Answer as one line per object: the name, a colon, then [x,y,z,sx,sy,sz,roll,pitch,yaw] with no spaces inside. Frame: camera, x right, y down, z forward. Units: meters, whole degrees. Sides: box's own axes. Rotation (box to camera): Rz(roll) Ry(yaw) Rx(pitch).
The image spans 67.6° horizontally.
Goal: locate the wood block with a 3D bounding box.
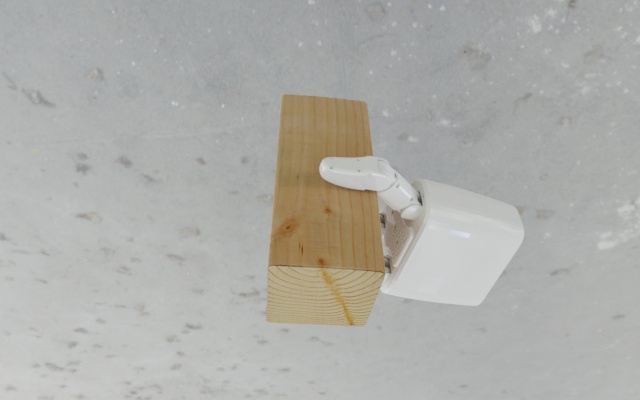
wood block: [0.001,0.001,0.449,0.090,0.206,0.091,4,-41,-5]
